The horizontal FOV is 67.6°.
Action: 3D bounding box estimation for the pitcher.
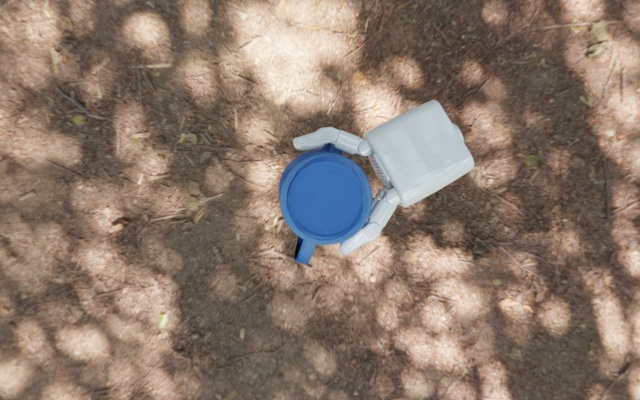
[{"bbox_3d":[0.000,0.002,0.661,0.145,0.149,0.243,-26,4,0],"label":"pitcher"}]
